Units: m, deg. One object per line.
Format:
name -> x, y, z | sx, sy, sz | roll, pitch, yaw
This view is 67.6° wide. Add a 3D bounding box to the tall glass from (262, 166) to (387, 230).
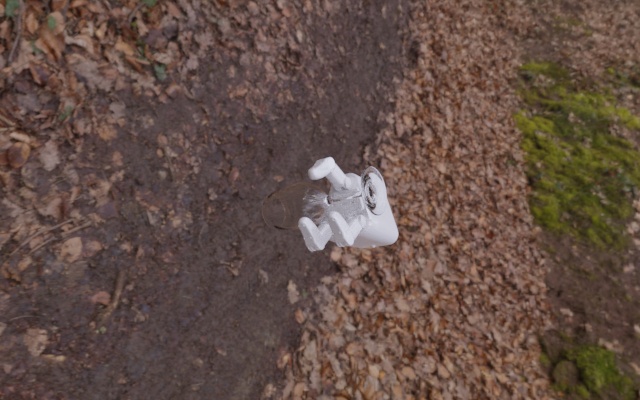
tall glass -> 0.001, 0.002, 0.761 | 0.201, 0.079, 0.079 | -12, -7, 34
